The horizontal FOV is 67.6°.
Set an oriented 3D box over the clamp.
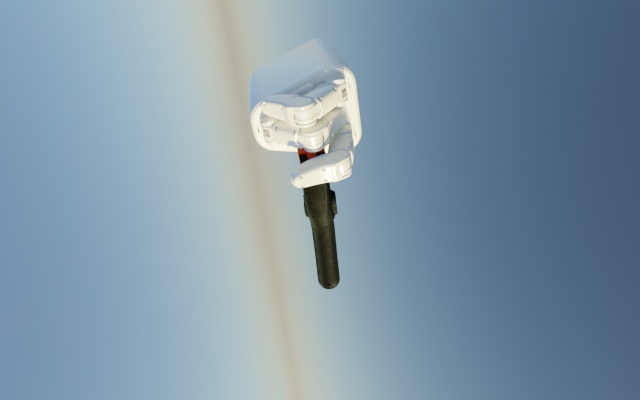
[{"bbox_3d":[-0.001,0.002,0.536,0.039,0.172,0.120,-8,36,-3],"label":"clamp"}]
